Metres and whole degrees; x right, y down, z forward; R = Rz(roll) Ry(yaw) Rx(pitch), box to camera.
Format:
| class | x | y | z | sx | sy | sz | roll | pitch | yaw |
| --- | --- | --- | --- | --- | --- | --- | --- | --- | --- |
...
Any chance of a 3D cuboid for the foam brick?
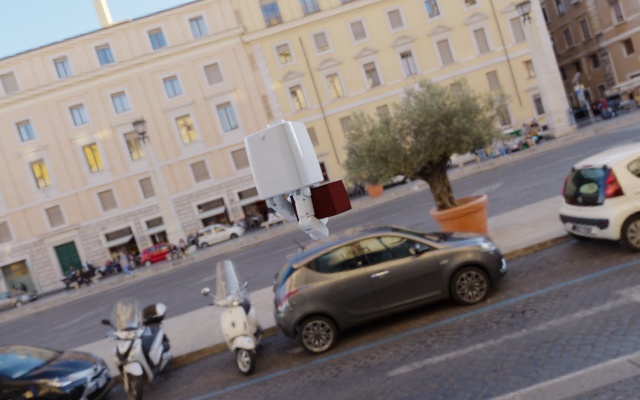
| class | x | y | z | sx | sy | sz | roll | pitch | yaw |
| --- | --- | --- | --- | --- | --- | --- | --- | --- | --- |
| foam brick | 0.000 | 0.003 | 0.772 | 0.078 | 0.051 | 0.053 | -16 | 3 | 32 |
